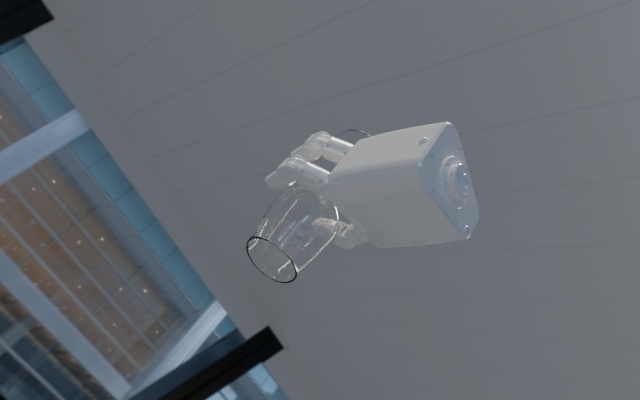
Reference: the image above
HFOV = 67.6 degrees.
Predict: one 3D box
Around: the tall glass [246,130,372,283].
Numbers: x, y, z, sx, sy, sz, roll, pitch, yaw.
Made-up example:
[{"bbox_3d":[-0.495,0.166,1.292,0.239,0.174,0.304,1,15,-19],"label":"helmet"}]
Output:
[{"bbox_3d":[0.000,0.001,0.540,0.079,0.079,0.201,0,36,39],"label":"tall glass"}]
